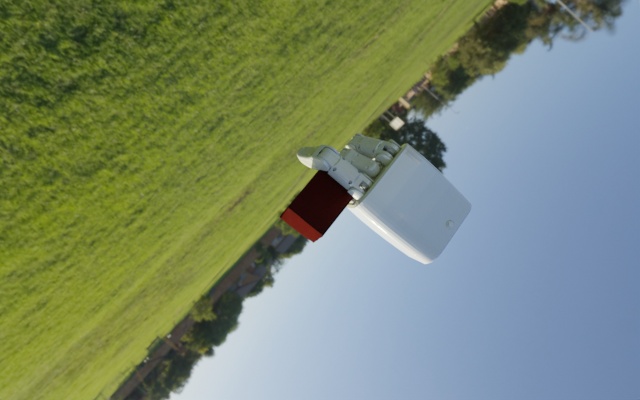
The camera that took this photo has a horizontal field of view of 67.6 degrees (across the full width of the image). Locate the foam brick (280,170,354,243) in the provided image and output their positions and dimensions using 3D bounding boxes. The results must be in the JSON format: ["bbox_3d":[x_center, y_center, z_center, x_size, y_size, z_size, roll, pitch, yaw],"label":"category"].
[{"bbox_3d":[0.000,0.002,0.551,0.051,0.078,0.053,40,-19,-3],"label":"foam brick"}]
